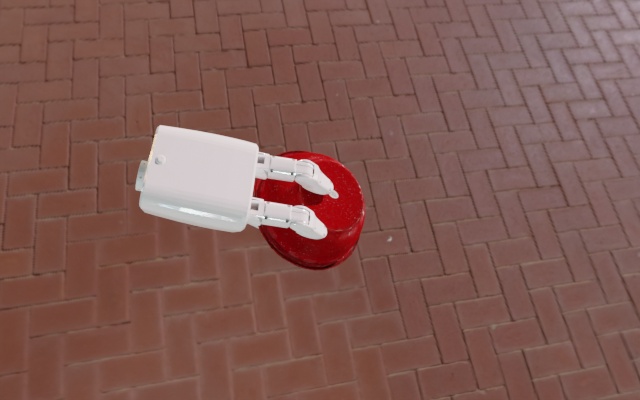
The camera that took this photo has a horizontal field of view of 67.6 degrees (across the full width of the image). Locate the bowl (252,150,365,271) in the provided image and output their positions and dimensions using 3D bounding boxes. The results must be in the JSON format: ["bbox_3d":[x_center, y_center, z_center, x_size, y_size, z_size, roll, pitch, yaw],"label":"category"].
[{"bbox_3d":[0.001,0.002,0.592,0.162,0.162,0.055,0,-19,-34],"label":"bowl"}]
